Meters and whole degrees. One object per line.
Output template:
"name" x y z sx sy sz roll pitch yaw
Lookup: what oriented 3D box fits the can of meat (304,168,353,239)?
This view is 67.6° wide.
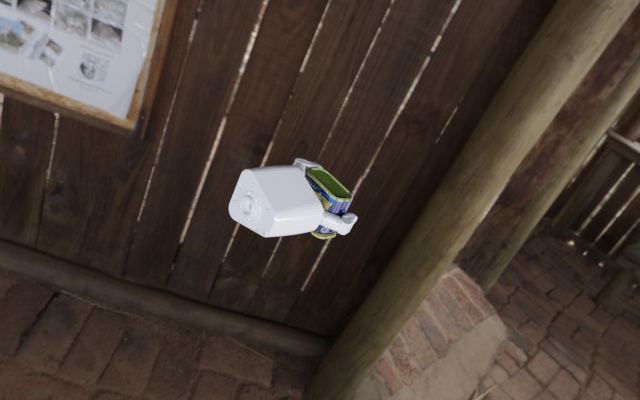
"can of meat" 0.000 0.003 0.844 0.057 0.084 0.102 -5 40 -46
